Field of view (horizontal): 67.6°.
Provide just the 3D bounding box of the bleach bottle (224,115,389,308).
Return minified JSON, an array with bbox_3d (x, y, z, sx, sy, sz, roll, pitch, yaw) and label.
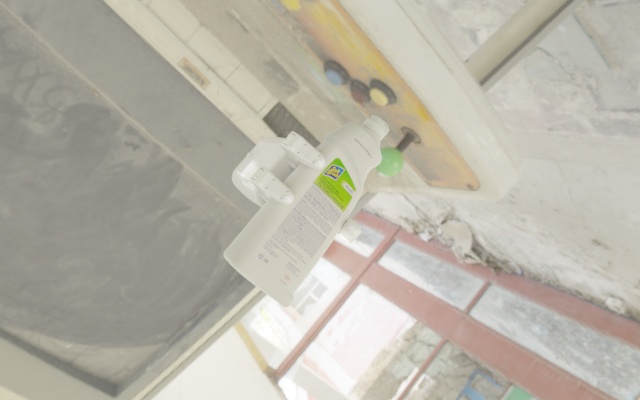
[{"bbox_3d":[0.000,0.002,0.586,0.103,0.251,0.068,45,-10,-30],"label":"bleach bottle"}]
